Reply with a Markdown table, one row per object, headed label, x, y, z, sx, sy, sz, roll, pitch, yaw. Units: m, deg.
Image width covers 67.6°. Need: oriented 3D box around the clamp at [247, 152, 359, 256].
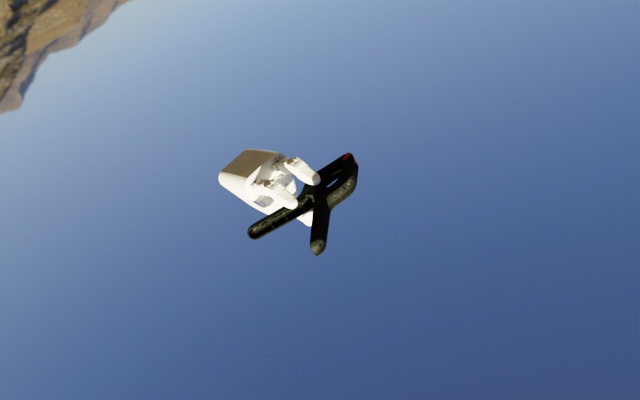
| label | x | y | z | sx | sy | sz | roll | pitch | yaw |
| --- | --- | --- | --- | --- | --- | --- | --- | --- | --- |
| clamp | 0.001 | 0.003 | 0.744 | 0.210 | 0.036 | 0.164 | -45 | 35 | -22 |
